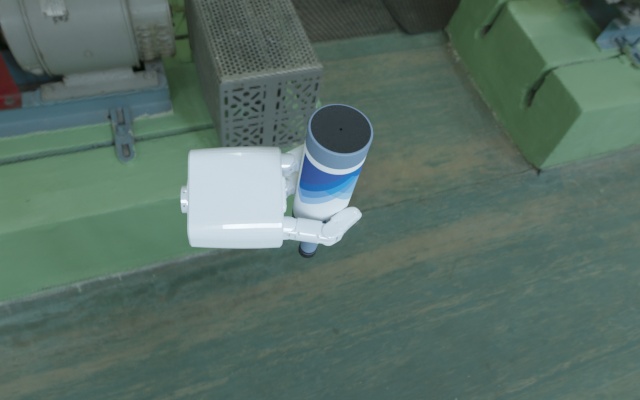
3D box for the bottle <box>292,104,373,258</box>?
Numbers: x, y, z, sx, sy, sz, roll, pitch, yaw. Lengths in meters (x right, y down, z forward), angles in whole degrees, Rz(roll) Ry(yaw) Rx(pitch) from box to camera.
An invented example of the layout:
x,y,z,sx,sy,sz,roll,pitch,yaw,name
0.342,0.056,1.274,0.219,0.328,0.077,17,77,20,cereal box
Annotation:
x,y,z,sx,sy,sz,roll,pitch,yaw,name
0.000,0.002,0.603,0.069,0.069,0.296,0,-30,-9,bottle
